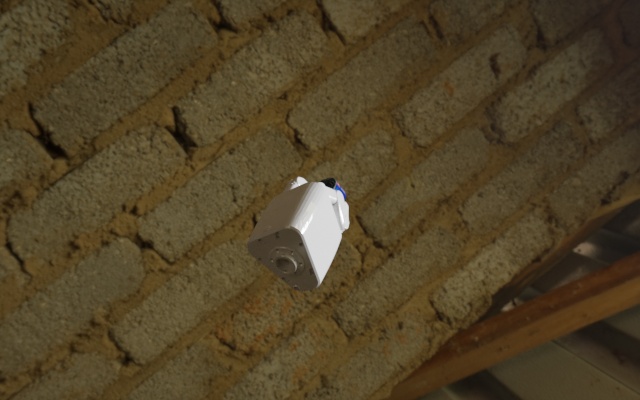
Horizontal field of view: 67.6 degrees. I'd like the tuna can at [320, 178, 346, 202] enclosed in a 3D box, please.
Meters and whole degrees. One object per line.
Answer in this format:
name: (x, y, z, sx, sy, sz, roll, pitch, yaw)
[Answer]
tuna can: (0.000, 0.003, 0.794, 0.086, 0.034, 0.086, -33, 22, 15)
